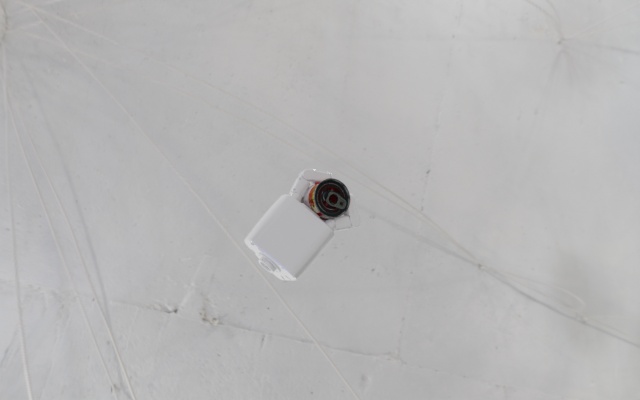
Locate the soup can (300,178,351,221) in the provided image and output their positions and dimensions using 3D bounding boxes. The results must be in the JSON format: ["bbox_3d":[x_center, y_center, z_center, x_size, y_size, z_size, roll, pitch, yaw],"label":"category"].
[{"bbox_3d":[0.000,0.002,0.849,0.068,0.068,0.102,0,-8,-24],"label":"soup can"}]
